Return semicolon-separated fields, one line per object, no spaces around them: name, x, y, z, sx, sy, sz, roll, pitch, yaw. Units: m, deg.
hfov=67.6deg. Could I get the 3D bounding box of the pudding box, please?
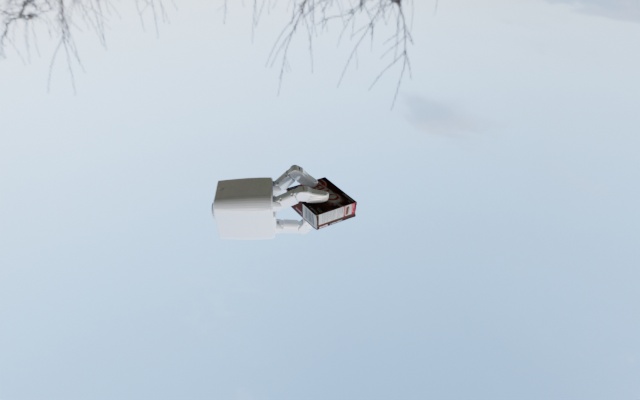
pudding box;0.000;0.003;0.898;0.090;0.039;0.113;-19;39;-27
